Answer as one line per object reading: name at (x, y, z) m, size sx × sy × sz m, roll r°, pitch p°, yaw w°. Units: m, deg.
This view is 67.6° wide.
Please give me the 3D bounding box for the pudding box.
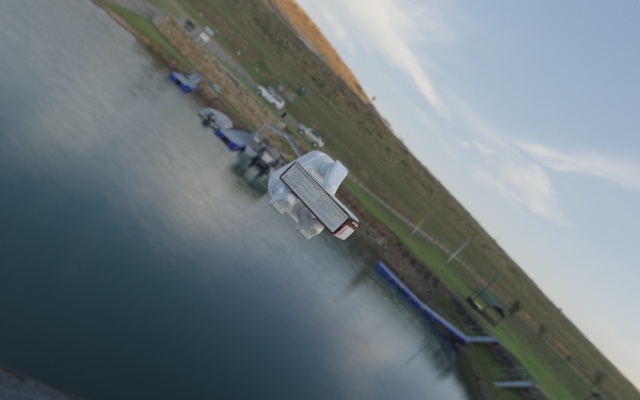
pudding box at (0.000, 0.002, 0.672) m, size 0.113 × 0.039 × 0.090 m, roll 44°, pitch 3°, yaw 15°
